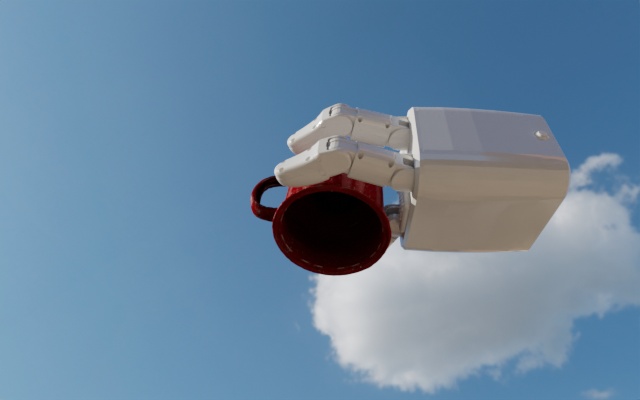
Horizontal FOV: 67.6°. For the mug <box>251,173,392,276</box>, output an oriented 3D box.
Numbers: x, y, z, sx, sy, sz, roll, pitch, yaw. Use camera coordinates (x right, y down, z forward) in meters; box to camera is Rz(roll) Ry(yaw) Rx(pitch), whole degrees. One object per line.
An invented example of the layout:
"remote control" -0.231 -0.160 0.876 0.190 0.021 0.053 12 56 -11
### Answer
"mug" -0.001 0.001 0.404 0.117 0.093 0.081 4 38 3
